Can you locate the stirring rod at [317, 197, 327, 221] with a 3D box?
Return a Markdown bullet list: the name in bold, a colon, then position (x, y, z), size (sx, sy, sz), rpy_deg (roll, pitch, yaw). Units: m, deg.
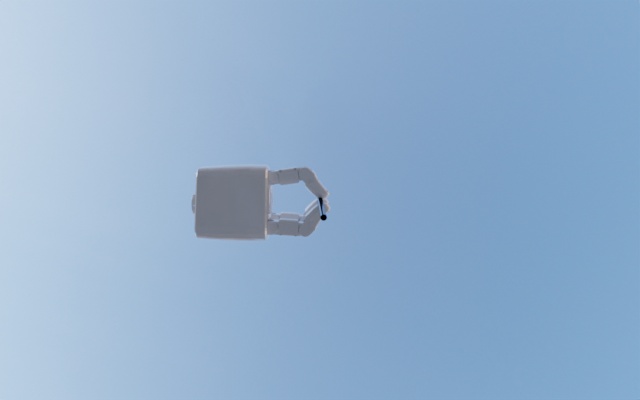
- **stirring rod**: position (0.000, 0.002, 0.702), size (0.011, 0.011, 0.239), rpy_deg (0, 9, -2)
